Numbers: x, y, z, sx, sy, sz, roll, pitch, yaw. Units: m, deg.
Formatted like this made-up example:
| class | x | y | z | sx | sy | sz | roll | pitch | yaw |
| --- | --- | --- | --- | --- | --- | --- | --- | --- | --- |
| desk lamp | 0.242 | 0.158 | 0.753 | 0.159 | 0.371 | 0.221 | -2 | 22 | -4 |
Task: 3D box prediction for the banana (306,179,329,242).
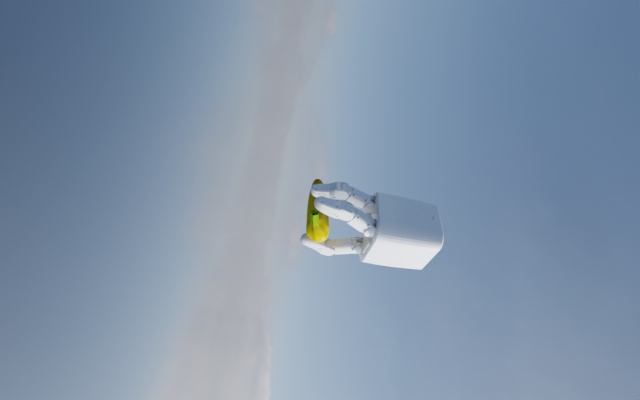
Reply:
| class | x | y | z | sx | sy | sz | roll | pitch | yaw |
| --- | --- | --- | --- | --- | --- | --- | --- | --- | --- |
| banana | -0.003 | 0.021 | 0.782 | 0.037 | 0.070 | 0.197 | 9 | 17 | -4 |
